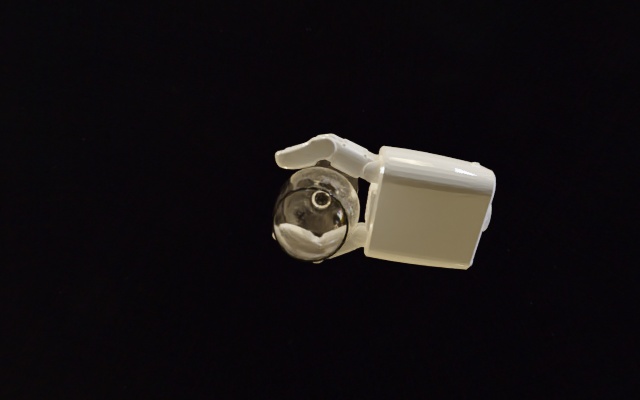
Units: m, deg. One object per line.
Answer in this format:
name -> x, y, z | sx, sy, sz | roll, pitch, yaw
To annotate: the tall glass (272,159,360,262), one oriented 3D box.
tall glass -> 0.000, 0.001, 0.476 | 0.079, 0.079, 0.201 | 0, 11, 5
